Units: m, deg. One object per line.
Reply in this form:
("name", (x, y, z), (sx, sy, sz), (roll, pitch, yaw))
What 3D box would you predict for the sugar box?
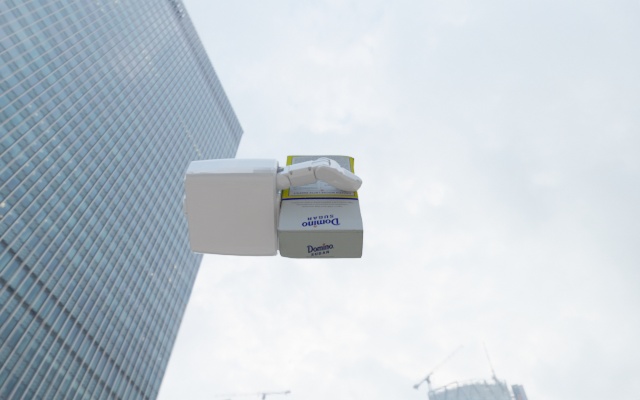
("sugar box", (0.000, 0.002, 0.584), (0.093, 0.048, 0.176), (0, 35, 0))
